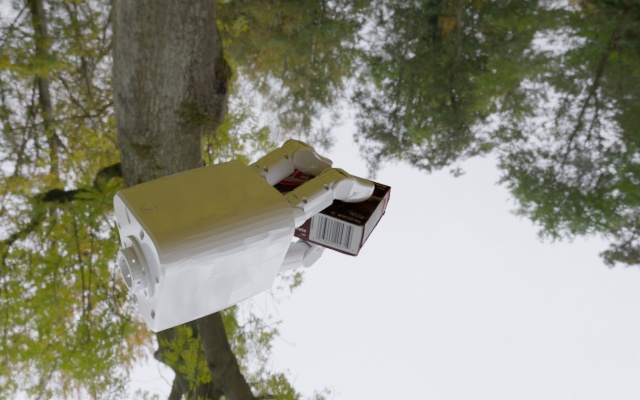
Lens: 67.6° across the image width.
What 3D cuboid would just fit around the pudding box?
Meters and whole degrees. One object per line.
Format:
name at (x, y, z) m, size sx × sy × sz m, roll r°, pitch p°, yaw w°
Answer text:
pudding box at (0.000, 0.002, 0.453) m, size 0.113 × 0.039 × 0.090 m, roll 20°, pitch 32°, yaw 15°
